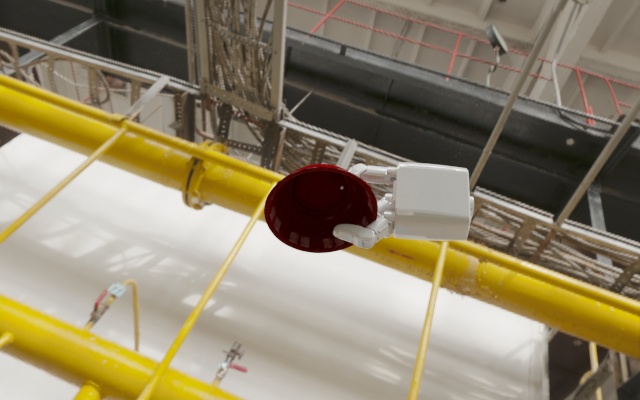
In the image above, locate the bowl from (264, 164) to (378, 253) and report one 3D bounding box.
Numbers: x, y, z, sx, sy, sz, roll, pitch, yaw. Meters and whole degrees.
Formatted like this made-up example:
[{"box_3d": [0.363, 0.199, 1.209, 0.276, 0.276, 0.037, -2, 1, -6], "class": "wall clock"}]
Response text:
[{"box_3d": [-0.001, 0.002, 0.694, 0.162, 0.162, 0.055, 0, 40, -3], "class": "bowl"}]
